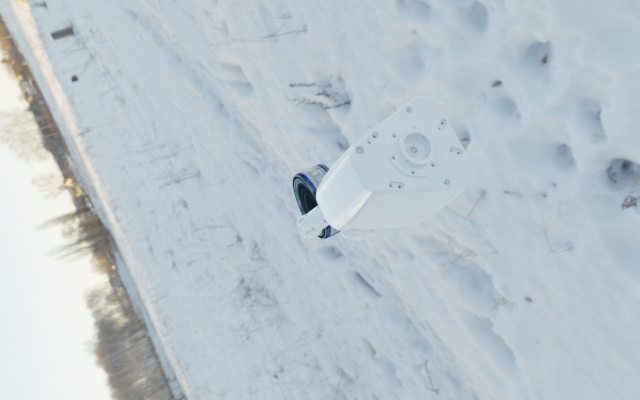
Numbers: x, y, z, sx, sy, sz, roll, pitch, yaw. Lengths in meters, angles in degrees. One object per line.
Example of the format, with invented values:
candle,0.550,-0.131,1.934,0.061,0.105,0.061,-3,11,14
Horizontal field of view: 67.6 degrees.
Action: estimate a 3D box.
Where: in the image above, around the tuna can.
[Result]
tuna can,0.000,0.002,0.568,0.034,0.086,0.086,-24,8,-18
